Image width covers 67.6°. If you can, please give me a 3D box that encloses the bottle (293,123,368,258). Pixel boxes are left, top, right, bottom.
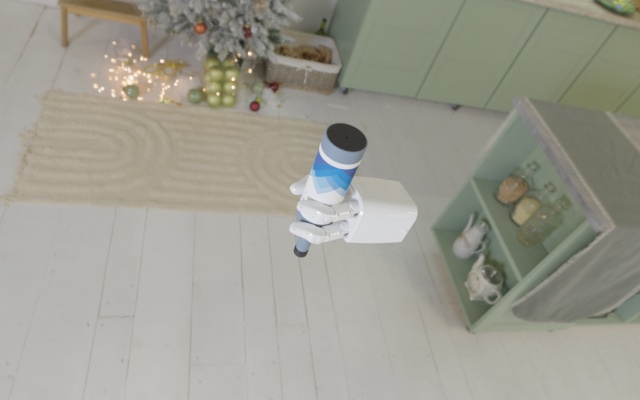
[{"bbox_3d":[0.000,0.002,0.808,0.069,0.069,0.296,0,-41,-20],"label":"bottle"}]
